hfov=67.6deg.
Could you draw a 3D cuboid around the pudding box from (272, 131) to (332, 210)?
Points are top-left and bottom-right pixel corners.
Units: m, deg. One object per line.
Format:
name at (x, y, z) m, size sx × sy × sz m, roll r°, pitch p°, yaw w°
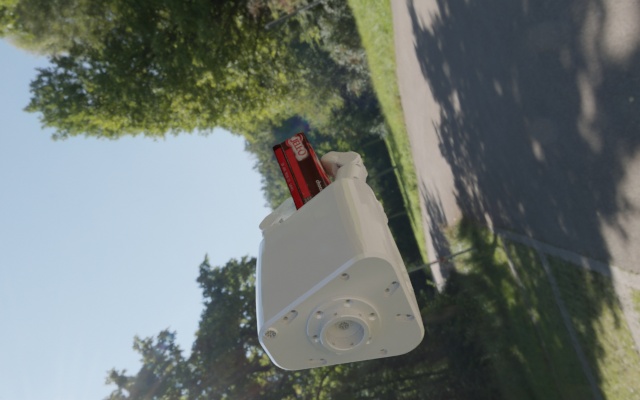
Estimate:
pudding box at (0.000, 0.002, 0.465) m, size 0.039 × 0.090 × 0.114 m, roll -25°, pitch -35°, yaw 3°
